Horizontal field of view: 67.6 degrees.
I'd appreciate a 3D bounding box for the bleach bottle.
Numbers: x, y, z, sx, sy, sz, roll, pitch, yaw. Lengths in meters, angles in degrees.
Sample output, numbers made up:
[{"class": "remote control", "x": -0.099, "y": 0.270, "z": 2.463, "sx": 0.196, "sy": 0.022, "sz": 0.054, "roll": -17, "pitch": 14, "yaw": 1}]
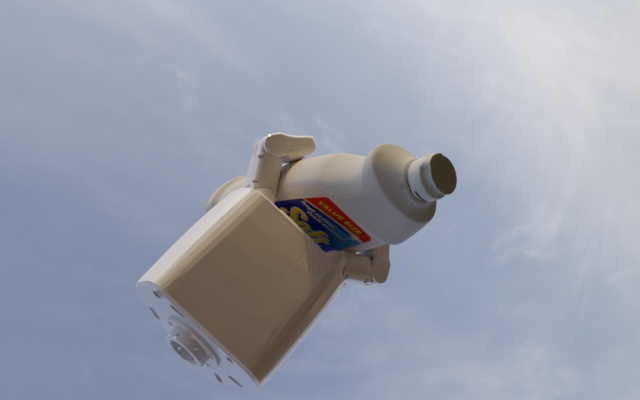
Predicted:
[{"class": "bleach bottle", "x": 0.000, "y": 0.001, "z": 0.409, "sx": 0.251, "sy": 0.102, "sz": 0.068, "roll": -19, "pitch": 23, "yaw": 50}]
